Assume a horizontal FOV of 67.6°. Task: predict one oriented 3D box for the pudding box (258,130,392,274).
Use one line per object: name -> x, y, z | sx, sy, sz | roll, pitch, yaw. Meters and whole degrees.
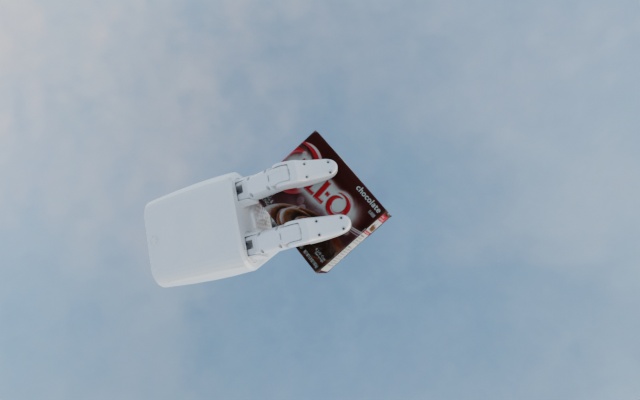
pudding box -> 0.000, 0.002, 0.472 | 0.090, 0.113, 0.039 | -43, -17, 7
